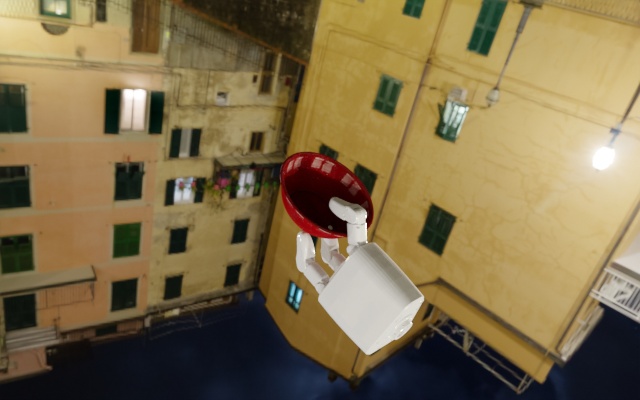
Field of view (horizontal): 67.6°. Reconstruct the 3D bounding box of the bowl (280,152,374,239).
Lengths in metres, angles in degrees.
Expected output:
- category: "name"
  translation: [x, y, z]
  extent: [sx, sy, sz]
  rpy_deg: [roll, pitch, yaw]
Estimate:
- category: "bowl"
  translation: [-0.001, 0.002, 0.731]
  extent: [0.162, 0.162, 0.055]
  rpy_deg: [0, -36, -37]
